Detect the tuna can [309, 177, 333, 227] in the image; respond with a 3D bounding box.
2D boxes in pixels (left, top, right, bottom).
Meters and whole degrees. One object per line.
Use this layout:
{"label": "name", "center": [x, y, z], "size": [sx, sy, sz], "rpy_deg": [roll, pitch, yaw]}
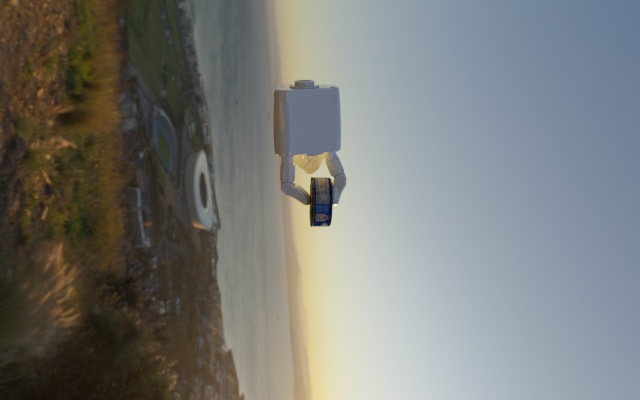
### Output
{"label": "tuna can", "center": [0.001, 0.003, 0.813], "size": [0.034, 0.086, 0.086], "rpy_deg": [1, 0, -5]}
